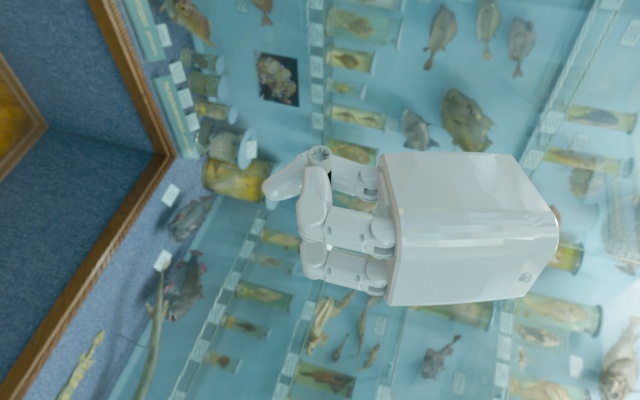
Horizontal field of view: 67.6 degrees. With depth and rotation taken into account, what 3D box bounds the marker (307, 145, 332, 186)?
[{"bbox_3d":[0.000,0.001,0.405,0.020,0.020,0.121,0,-37,1],"label":"marker"}]
